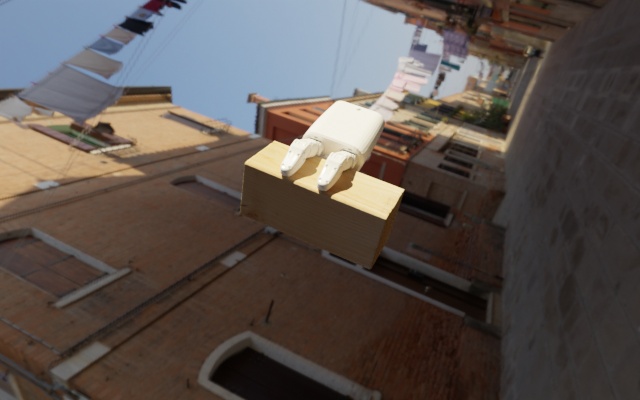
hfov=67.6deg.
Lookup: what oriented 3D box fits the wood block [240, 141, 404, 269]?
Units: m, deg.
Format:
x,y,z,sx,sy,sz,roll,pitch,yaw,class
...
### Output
x,y,z,sx,sy,sz,roll,pitch,yaw,class
0.000,0.002,0.678,0.206,0.091,0.090,22,35,15,wood block
